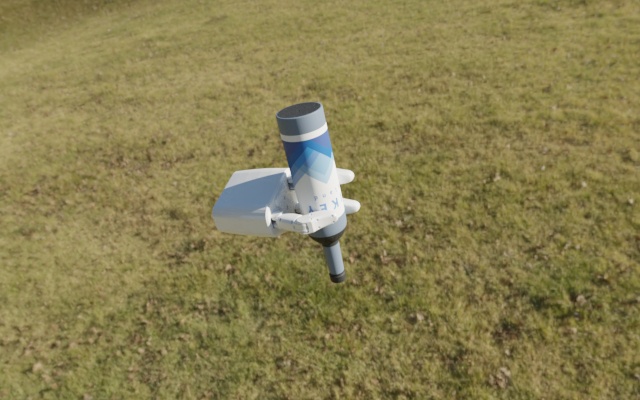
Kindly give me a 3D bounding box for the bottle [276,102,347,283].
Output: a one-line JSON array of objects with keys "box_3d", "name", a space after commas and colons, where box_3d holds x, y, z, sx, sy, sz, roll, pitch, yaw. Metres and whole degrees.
[{"box_3d": [0.000, 0.002, 0.726, 0.069, 0.296, 0.069, -10, 28, 6], "name": "bottle"}]
